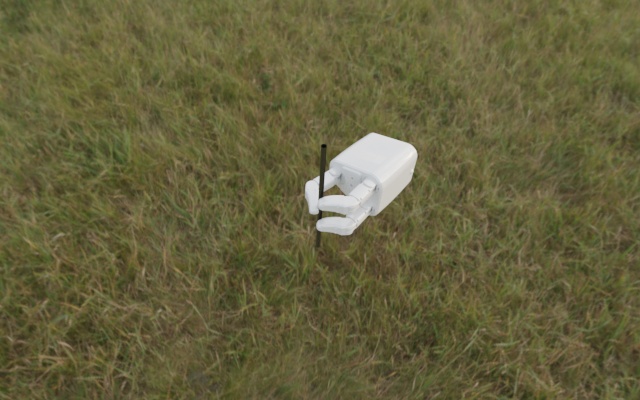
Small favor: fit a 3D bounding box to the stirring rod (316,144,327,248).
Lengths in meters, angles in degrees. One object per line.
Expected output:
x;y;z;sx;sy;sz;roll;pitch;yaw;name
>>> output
0.000;0.002;0.742;0.011;0.011;0.240;0;-40;-3;stirring rod
